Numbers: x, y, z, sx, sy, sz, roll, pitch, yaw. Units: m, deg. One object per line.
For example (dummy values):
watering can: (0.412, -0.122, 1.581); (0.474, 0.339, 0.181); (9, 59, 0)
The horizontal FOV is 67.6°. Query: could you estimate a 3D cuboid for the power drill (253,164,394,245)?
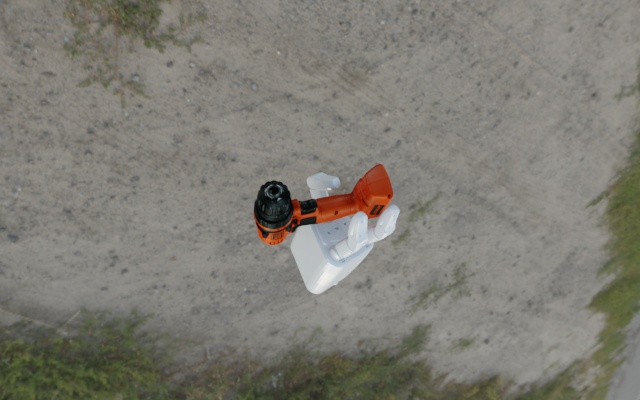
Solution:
power drill: (0.001, 0.002, 0.657); (0.187, 0.057, 0.184); (-12, -15, -11)
